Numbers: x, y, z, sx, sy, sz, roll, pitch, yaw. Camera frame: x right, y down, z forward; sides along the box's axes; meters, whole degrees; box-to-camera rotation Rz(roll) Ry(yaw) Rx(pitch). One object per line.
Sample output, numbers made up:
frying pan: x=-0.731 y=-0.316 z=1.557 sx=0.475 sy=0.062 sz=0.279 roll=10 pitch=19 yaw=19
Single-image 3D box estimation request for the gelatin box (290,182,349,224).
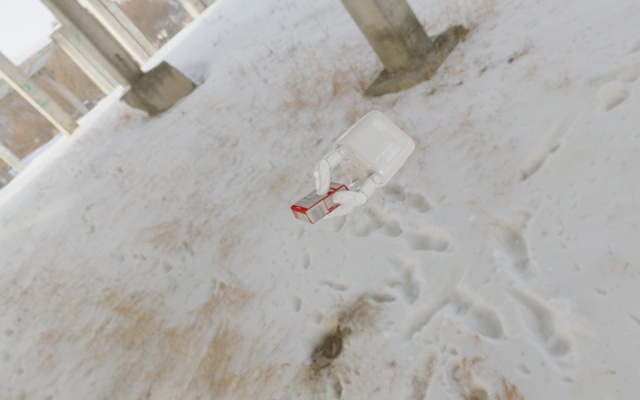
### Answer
gelatin box: x=0.000 y=0.003 z=0.836 sx=0.089 sy=0.030 sz=0.073 roll=-35 pitch=18 yaw=-18
